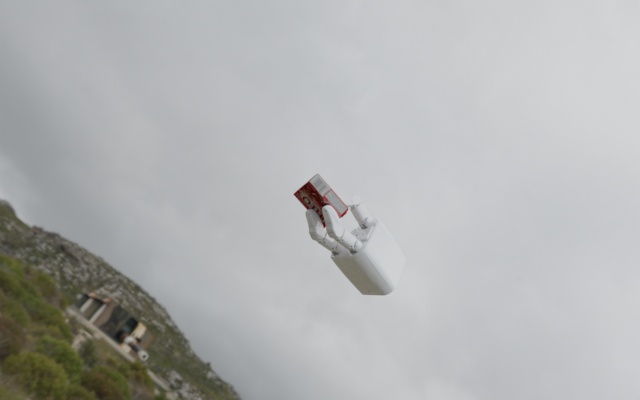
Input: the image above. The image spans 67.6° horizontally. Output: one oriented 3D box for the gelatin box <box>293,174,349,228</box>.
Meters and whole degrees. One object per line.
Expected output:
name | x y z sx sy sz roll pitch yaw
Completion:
gelatin box | 0.000 0.002 0.878 0.030 0.089 0.073 -43 4 -32
